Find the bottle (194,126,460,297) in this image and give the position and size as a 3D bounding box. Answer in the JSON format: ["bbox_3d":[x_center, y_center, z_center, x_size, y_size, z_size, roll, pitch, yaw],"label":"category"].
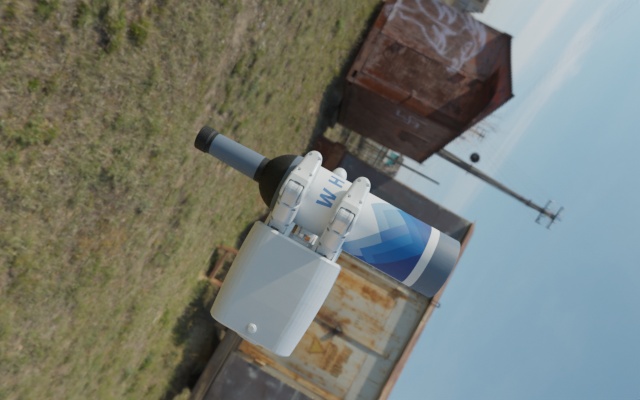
[{"bbox_3d":[0.000,0.002,0.507,0.295,0.069,0.069,29,1,3],"label":"bottle"}]
